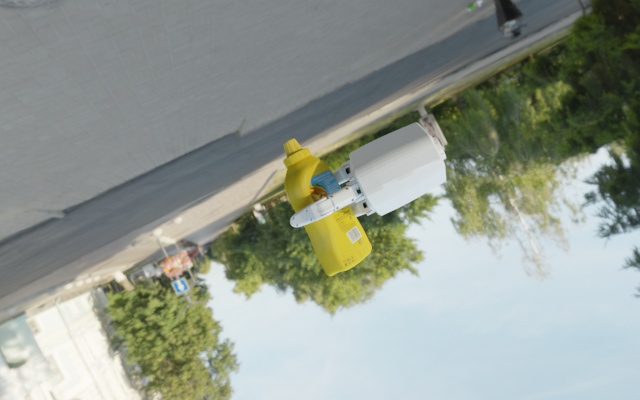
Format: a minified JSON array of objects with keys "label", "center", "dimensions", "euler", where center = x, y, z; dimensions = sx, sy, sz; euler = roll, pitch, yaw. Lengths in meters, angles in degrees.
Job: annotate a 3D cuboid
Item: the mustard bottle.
[{"label":"mustard bottle","center":[0.000,0.003,0.666],"dimensions":[0.058,0.191,0.096],"euler":[-26,1,34]}]
